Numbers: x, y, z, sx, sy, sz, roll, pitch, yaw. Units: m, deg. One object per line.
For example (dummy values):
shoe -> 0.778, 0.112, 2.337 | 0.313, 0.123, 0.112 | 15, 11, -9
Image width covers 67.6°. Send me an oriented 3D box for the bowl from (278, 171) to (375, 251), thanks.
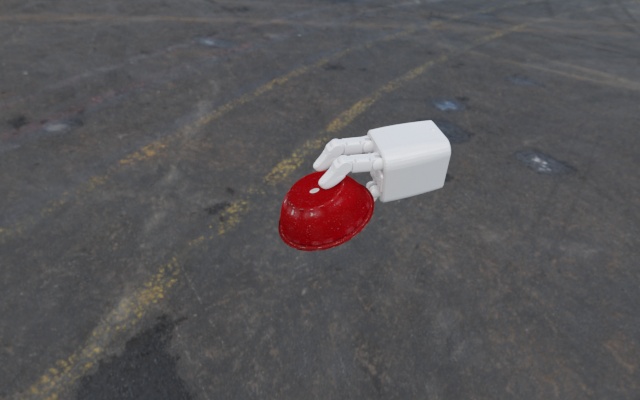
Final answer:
bowl -> -0.001, 0.003, 0.747 | 0.162, 0.055, 0.162 | -14, 38, 12
